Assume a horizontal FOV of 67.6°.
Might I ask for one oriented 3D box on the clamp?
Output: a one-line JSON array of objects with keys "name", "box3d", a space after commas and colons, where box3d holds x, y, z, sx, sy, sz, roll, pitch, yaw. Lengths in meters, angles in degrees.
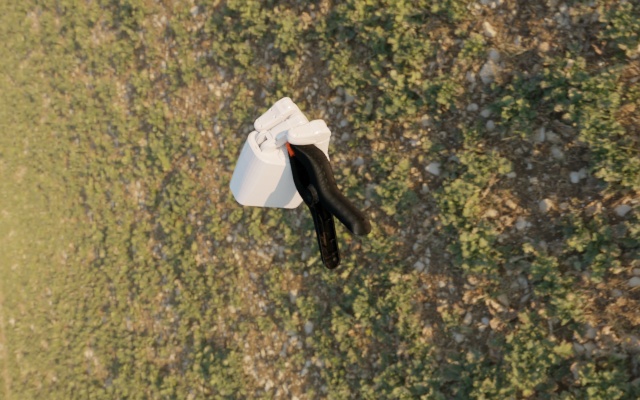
[{"name": "clamp", "box3d": [0.000, 0.002, 0.603, 0.039, 0.171, 0.120, -9, -34, -31]}]
